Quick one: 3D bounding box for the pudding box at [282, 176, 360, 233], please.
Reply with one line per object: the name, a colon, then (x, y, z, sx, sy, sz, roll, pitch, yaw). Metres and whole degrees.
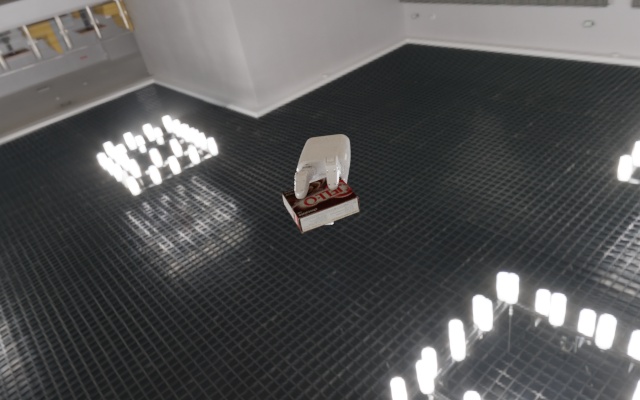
pudding box: (0.000, 0.003, 0.837, 0.113, 0.039, 0.090, -22, 35, -12)
